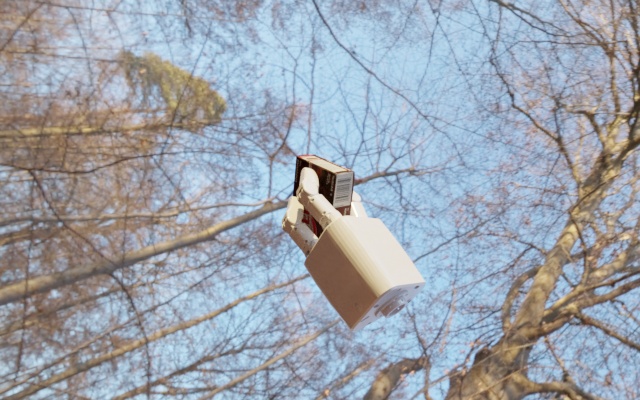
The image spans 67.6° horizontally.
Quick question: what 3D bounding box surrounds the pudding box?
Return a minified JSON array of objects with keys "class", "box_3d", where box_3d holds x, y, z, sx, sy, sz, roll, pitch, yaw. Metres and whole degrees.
[{"class":"pudding box","box_3d":[0.000,0.002,0.652,0.039,0.113,0.090,-7,23,-39]}]
